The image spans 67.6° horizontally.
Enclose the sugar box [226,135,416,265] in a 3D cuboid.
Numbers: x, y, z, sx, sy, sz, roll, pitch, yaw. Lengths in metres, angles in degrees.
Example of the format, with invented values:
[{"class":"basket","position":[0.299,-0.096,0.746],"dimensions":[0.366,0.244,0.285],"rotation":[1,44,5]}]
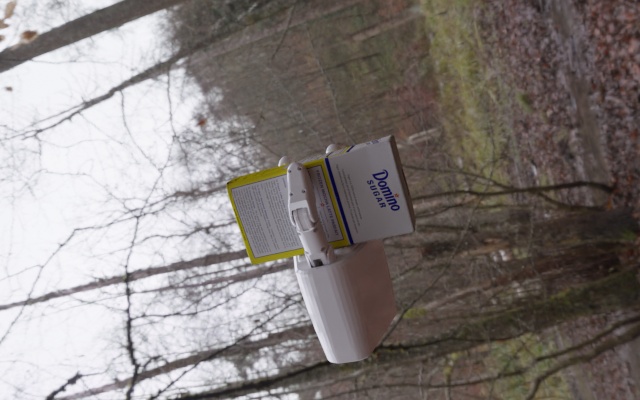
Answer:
[{"class":"sugar box","position":[0.000,0.002,0.486],"dimensions":[0.176,0.093,0.048],"rotation":[-13,13,15]}]
